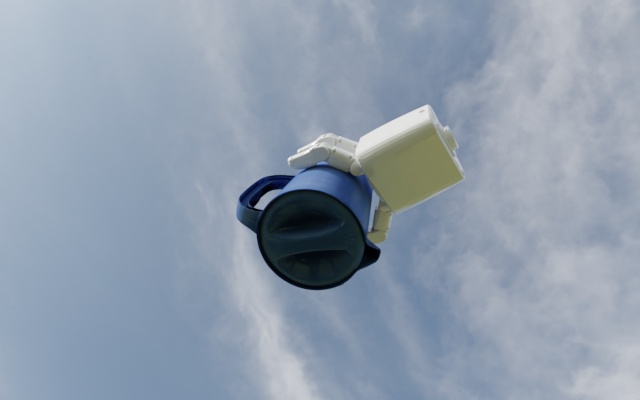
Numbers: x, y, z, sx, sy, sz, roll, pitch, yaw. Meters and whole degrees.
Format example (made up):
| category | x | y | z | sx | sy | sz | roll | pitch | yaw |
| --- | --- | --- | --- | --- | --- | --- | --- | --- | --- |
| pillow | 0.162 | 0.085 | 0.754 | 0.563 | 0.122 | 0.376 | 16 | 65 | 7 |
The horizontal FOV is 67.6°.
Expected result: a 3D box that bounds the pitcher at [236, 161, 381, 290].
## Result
| category | x | y | z | sx | sy | sz | roll | pitch | yaw |
| --- | --- | --- | --- | --- | --- | --- | --- | --- | --- |
| pitcher | 0.000 | 0.002 | 0.663 | 0.145 | 0.149 | 0.242 | -28 | 14 | 21 |
